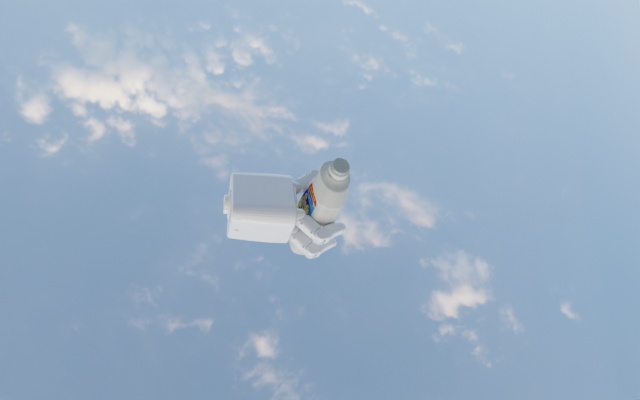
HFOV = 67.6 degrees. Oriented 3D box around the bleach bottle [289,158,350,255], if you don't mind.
[{"bbox_3d":[0.000,0.003,0.830,0.068,0.102,0.251,5,-31,-13],"label":"bleach bottle"}]
